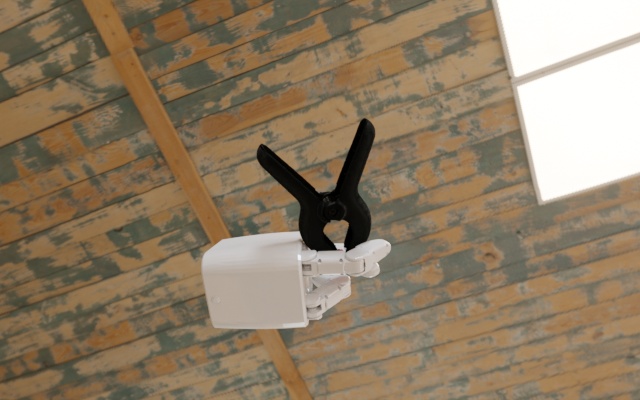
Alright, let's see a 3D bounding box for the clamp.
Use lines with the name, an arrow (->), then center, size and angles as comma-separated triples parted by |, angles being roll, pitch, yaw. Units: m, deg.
clamp -> 0.000, 0.002, 0.507 | 0.120, 0.171, 0.039 | -4, 23, 2
